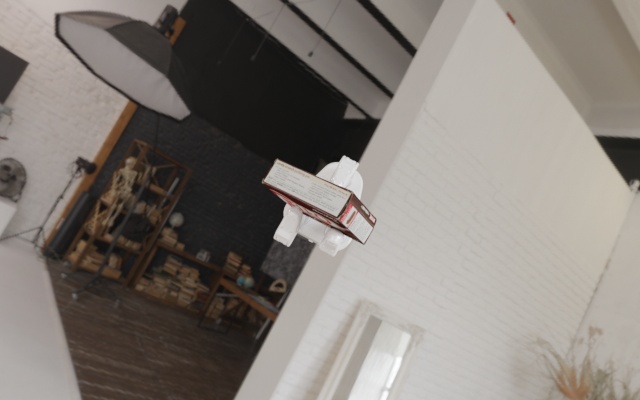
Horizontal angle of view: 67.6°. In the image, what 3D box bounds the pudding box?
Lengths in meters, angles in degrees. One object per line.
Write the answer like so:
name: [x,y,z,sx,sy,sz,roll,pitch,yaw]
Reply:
pudding box: [0.000,0.002,0.551,0.113,0.039,0.090,23,-10,31]
